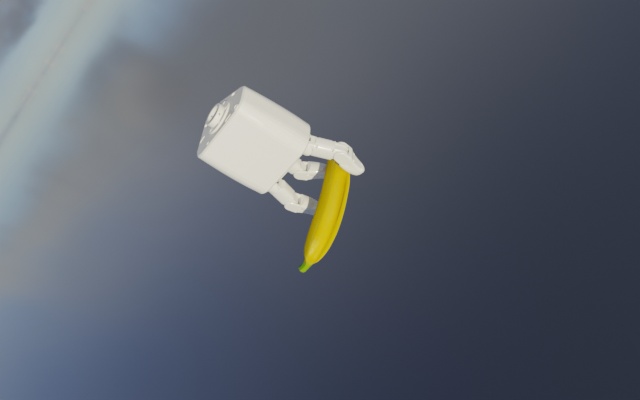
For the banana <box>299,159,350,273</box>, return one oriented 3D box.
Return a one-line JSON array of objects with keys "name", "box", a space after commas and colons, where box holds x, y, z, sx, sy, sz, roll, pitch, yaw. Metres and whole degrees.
[{"name": "banana", "box": [0.009, 0.004, 0.674, 0.037, 0.197, 0.069, 26, -16, -28]}]
